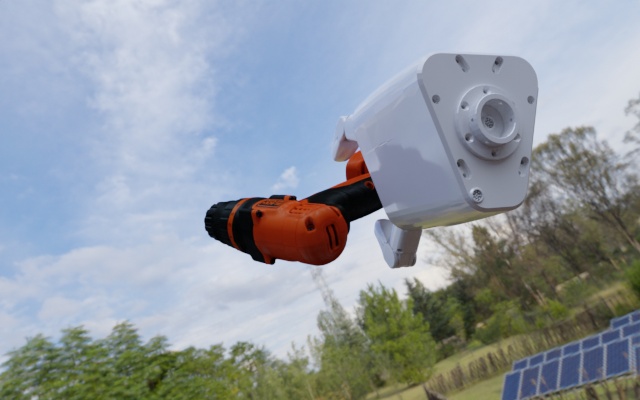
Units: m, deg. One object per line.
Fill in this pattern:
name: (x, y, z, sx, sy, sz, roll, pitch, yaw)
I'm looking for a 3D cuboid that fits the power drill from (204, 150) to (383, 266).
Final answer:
power drill: (0.001, 0.001, 0.457, 0.187, 0.057, 0.184, -27, 20, -35)
